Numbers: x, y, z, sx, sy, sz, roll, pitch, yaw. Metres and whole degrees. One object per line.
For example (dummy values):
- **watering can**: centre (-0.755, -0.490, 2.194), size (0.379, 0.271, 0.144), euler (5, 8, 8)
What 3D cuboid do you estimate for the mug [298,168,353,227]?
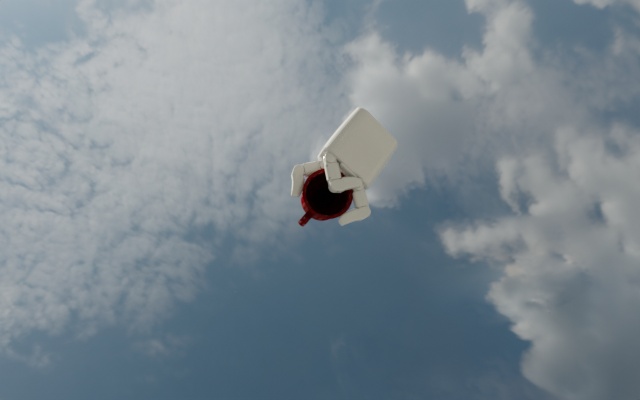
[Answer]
- **mug**: centre (-0.001, 0.004, 0.896), size (0.093, 0.117, 0.081), euler (39, -13, -1)
